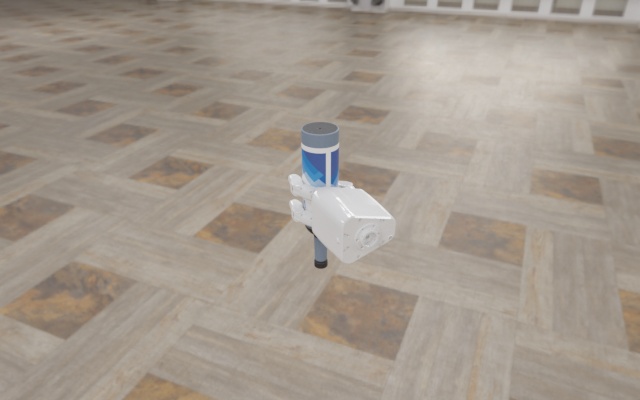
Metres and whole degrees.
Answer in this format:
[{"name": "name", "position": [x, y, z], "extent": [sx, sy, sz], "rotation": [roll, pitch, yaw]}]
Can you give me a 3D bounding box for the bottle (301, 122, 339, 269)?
[{"name": "bottle", "position": [0.000, 0.003, 0.900], "extent": [0.069, 0.296, 0.069], "rotation": [0, 29, 0]}]
